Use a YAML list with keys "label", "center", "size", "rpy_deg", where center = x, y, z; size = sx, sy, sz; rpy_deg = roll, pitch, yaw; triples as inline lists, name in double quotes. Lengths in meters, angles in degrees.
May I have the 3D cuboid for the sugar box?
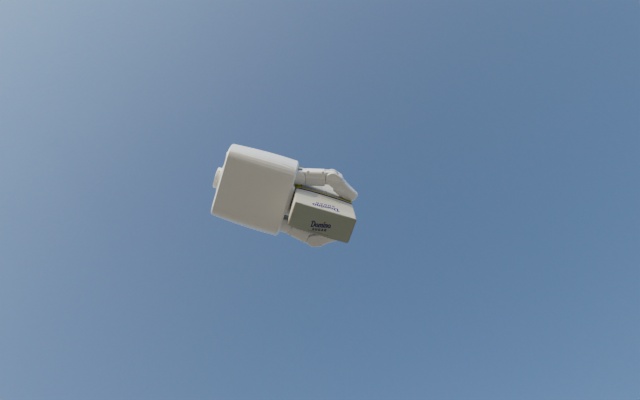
- label: "sugar box"
  center: [0.000, 0.003, 0.747]
  size: [0.093, 0.048, 0.176]
  rpy_deg: [17, 21, -7]
